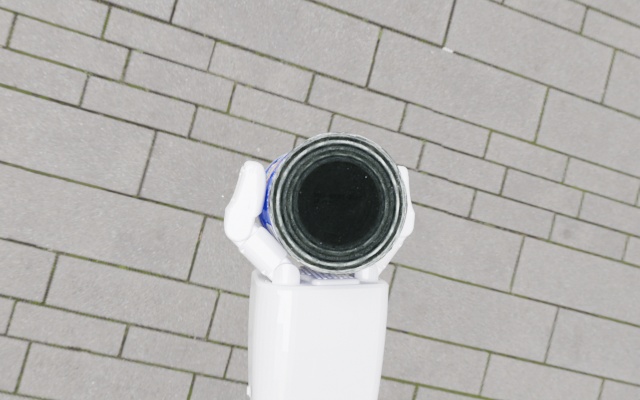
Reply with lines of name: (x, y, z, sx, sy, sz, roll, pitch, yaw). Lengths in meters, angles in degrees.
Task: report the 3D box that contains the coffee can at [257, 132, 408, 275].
coffee can: (0.000, 0.001, 0.407, 0.103, 0.103, 0.140, 0, 1, -12)
